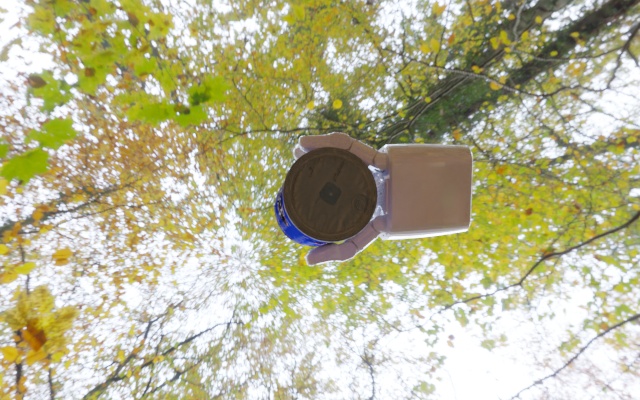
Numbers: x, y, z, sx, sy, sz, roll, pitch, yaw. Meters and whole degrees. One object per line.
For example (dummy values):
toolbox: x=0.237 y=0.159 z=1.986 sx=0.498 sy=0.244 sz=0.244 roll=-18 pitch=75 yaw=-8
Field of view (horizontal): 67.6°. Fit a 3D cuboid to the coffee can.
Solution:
coffee can: x=0.000 y=0.002 z=0.574 sx=0.103 sy=0.103 sz=0.140 roll=0 pitch=-7 yaw=-9
